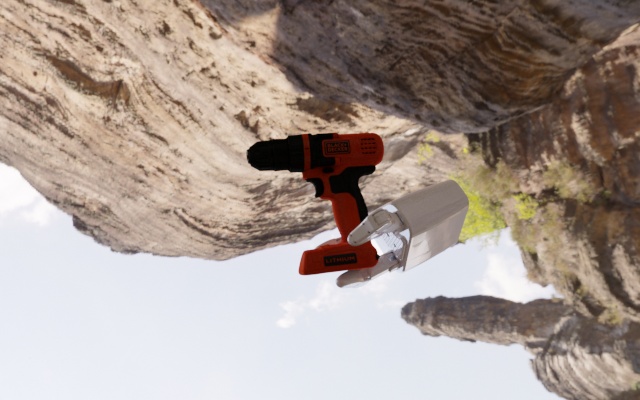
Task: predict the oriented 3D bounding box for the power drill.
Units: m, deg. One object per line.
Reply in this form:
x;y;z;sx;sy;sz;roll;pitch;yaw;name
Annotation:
0.000;0.003;0.631;0.184;0.187;0.057;-5;-5;-5;power drill
